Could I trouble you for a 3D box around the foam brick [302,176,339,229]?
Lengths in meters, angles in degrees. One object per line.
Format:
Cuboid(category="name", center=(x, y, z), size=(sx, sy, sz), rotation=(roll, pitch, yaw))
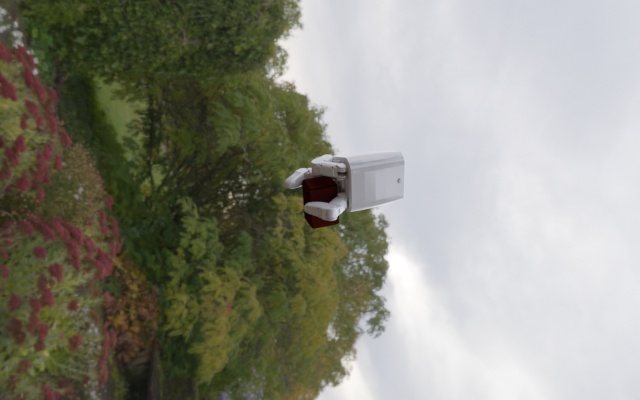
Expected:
Cuboid(category="foam brick", center=(0.000, 0.003, 0.851), size=(0.051, 0.078, 0.053), rotation=(-11, 26, -16))
